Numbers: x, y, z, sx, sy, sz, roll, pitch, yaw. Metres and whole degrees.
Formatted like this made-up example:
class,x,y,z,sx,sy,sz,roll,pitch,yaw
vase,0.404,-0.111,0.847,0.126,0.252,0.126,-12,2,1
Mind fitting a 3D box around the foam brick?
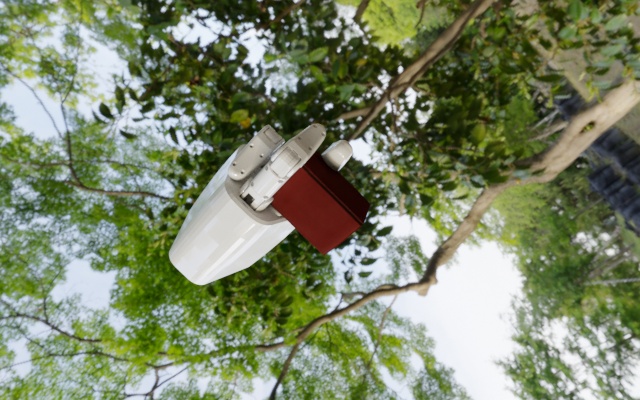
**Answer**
class,x,y,z,sx,sy,sz,roll,pitch,yaw
foam brick,0.000,0.002,0.449,0.051,0.078,0.053,-44,3,24
